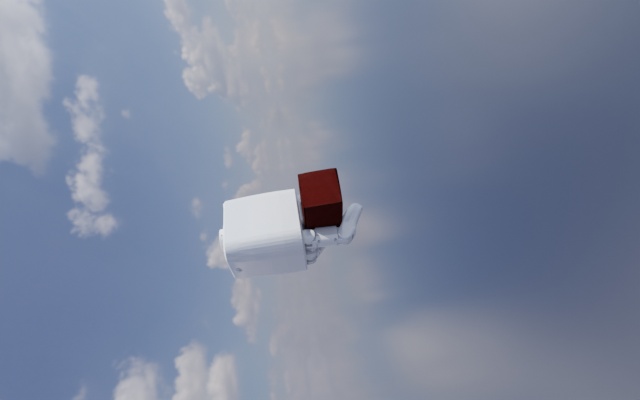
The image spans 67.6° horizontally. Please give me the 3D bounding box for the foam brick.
[{"bbox_3d":[0.000,0.002,0.629,0.051,0.053,0.078,-8,-29,-3],"label":"foam brick"}]
